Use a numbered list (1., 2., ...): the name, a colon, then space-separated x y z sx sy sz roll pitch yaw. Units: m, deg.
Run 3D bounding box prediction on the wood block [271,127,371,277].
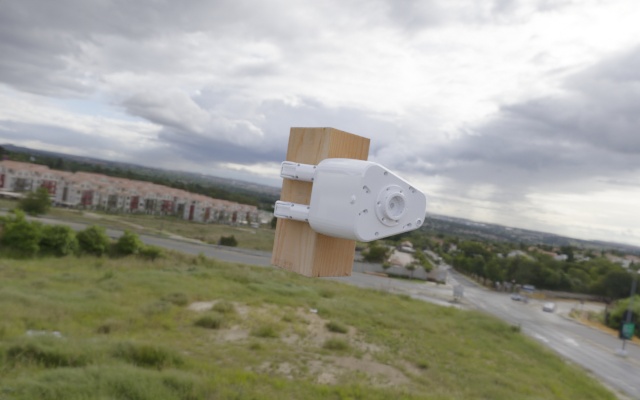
1. wood block: 0.001 0.002 0.707 0.091 0.206 0.090 8 1 -44
